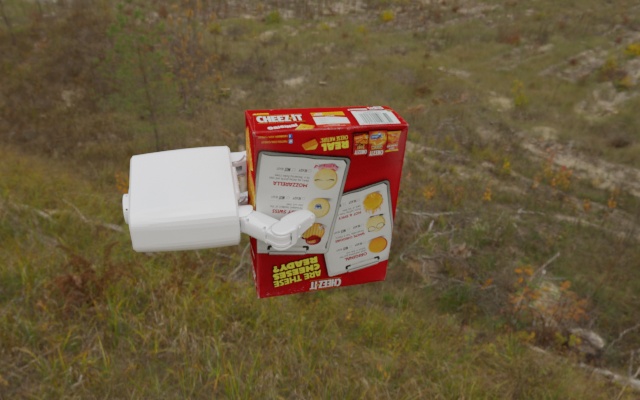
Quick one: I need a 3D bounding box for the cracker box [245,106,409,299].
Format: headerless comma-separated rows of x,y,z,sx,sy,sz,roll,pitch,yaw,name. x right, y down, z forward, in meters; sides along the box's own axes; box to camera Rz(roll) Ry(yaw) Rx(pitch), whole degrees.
0.000,0.002,0.551,0.164,0.214,0.072,-5,33,-13,cracker box
